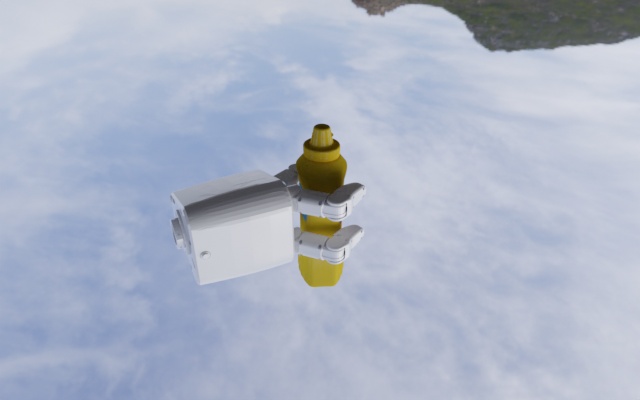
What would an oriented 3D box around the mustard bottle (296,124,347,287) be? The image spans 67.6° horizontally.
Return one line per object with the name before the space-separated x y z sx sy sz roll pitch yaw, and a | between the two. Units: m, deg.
mustard bottle | 0.000 0.002 0.560 0.058 0.192 0.096 -1 32 -1
